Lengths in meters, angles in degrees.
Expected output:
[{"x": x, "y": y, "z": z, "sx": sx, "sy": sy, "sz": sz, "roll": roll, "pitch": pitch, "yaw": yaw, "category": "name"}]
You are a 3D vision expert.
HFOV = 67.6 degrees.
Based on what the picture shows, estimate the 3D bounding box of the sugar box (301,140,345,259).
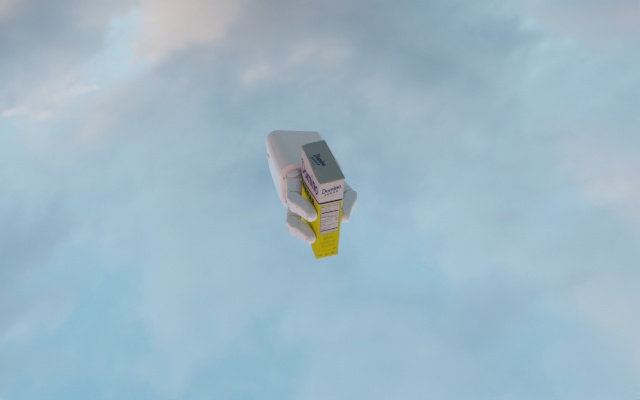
[{"x": 0.000, "y": 0.003, "z": 0.757, "sx": 0.048, "sy": 0.176, "sz": 0.093, "roll": -14, "pitch": 47, "yaw": -12, "category": "sugar box"}]
